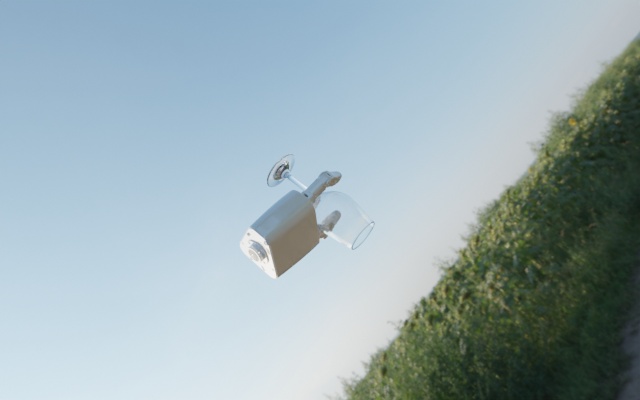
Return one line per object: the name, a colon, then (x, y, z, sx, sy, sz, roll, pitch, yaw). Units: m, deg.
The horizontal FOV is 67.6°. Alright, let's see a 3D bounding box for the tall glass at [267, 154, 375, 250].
tall glass: (0.000, 0.002, 0.855, 0.201, 0.079, 0.079, 38, 14, 18)
